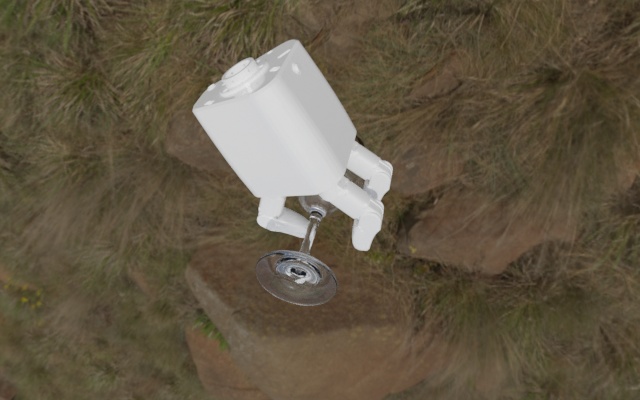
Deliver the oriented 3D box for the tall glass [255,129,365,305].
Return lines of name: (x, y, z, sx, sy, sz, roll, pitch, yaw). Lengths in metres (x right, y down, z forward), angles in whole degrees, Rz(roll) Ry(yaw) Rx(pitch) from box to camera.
tall glass: (0.000, 0.002, 0.484, 0.079, 0.079, 0.201, 0, 43, 17)
